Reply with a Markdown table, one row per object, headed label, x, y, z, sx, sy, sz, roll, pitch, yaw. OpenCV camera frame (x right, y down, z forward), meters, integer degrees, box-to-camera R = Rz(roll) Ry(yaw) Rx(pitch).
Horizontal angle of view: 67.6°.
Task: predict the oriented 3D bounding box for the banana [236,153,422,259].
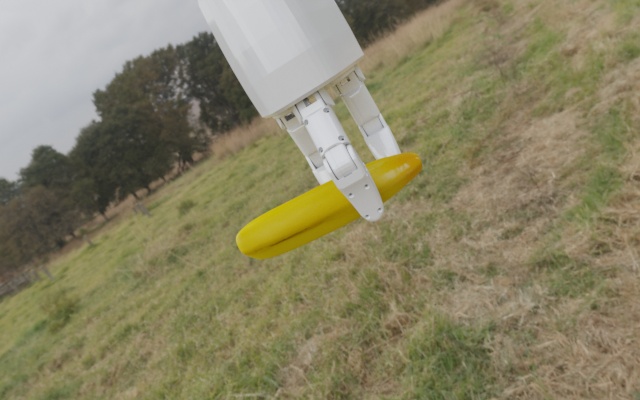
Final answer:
| label | x | y | z | sx | sy | sz | roll | pitch | yaw |
| --- | --- | --- | --- | --- | --- | --- | --- | --- | --- |
| banana | -0.010 | 0.011 | 0.396 | 0.198 | 0.037 | 0.069 | -25 | 13 | 36 |
